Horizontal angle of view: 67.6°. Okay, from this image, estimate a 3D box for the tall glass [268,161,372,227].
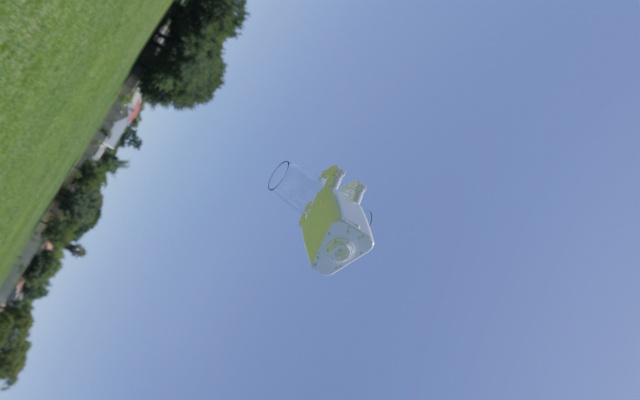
[{"bbox_3d":[0.001,0.003,0.899,0.201,0.079,0.079,32,-15,-25],"label":"tall glass"}]
